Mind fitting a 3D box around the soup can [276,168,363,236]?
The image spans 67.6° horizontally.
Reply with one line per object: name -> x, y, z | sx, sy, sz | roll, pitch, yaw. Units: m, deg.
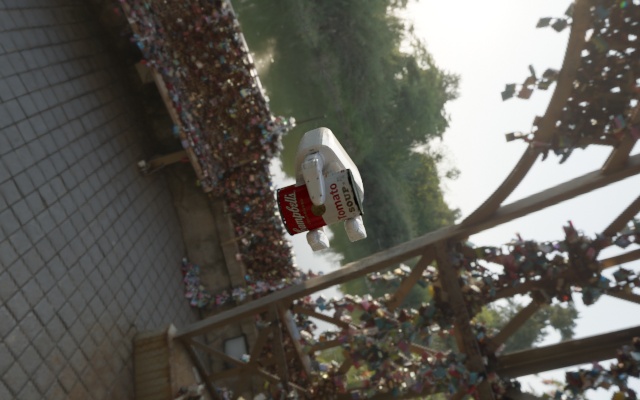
soup can -> 0.000, 0.002, 0.640 | 0.102, 0.068, 0.068 | -16, -3, 9
